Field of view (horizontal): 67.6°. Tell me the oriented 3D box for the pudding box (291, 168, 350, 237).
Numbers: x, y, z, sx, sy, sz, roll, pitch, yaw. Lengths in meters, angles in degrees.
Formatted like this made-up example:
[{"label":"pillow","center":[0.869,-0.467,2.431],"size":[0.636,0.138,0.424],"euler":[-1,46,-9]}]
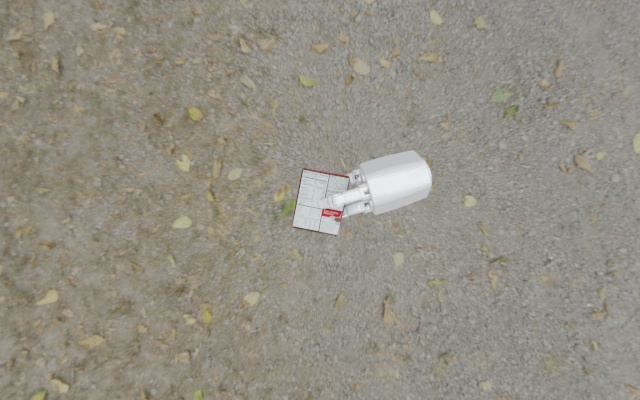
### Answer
[{"label":"pudding box","center":[0.000,0.003,0.874],"size":[0.090,0.113,0.039],"euler":[11,2,1]}]
